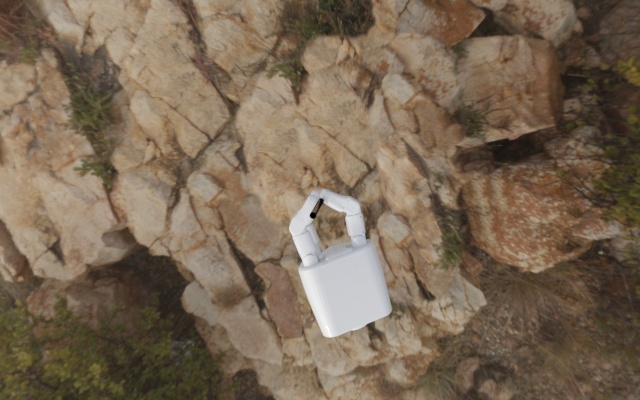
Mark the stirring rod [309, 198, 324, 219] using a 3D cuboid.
[{"bbox_3d":[0.000,0.002,0.662,0.011,0.011,0.239,0,7,4],"label":"stirring rod"}]
